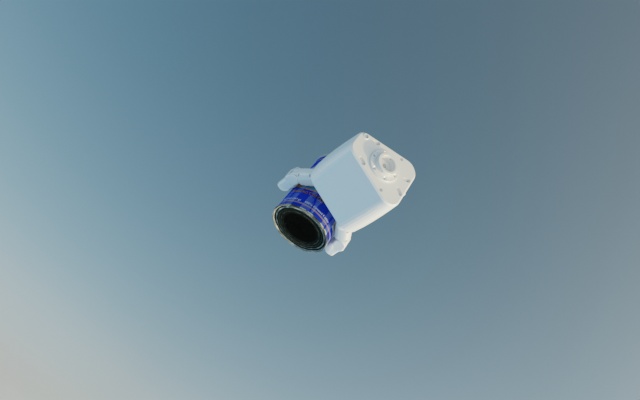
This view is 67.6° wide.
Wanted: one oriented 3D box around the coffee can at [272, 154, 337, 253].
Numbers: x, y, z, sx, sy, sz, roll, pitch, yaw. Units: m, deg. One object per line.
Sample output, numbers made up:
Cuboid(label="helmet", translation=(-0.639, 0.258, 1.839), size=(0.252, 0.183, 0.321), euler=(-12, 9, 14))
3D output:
Cuboid(label="coffee can", translation=(0.000, 0.003, 0.801), size=(0.103, 0.103, 0.140), euler=(0, 39, 39))
